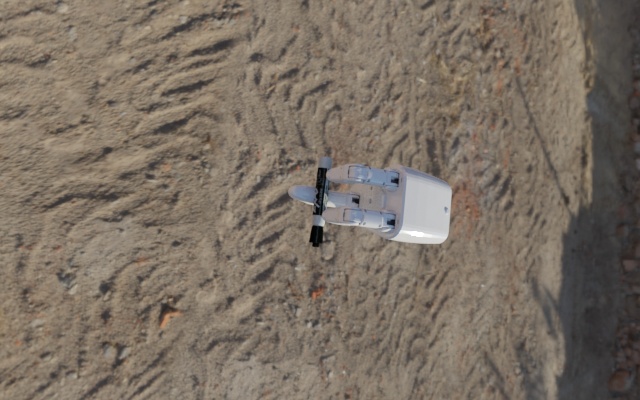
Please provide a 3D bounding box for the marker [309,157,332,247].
[{"bbox_3d":[0.000,0.002,0.639,0.020,0.121,0.020,6,-6,1],"label":"marker"}]
